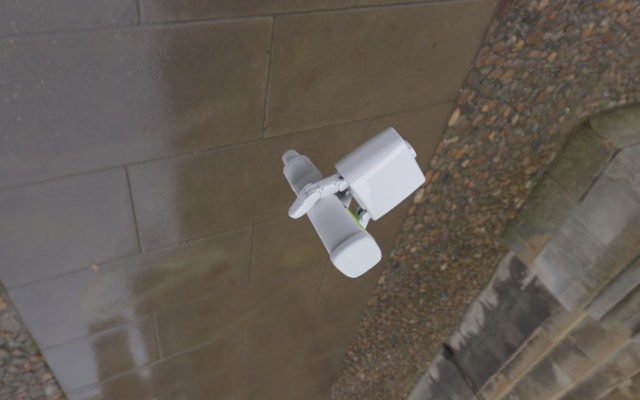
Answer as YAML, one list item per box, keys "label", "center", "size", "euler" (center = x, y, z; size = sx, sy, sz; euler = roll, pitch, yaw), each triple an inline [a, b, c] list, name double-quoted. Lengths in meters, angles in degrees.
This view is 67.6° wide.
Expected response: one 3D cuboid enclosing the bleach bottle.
- label: "bleach bottle"
  center: [0.000, 0.003, 0.770]
  size: [0.068, 0.250, 0.103]
  euler: [-36, -34, 2]
